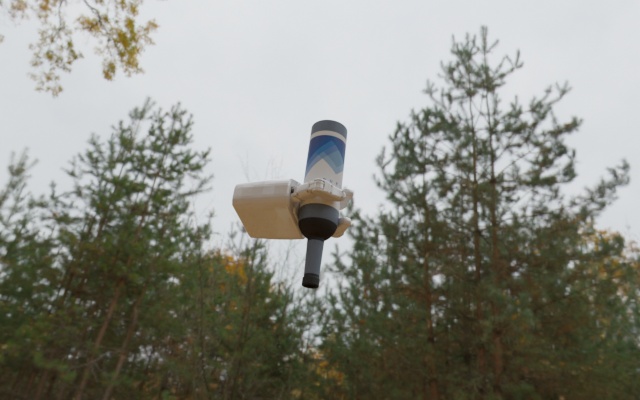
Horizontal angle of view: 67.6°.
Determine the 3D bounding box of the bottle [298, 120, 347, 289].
[{"bbox_3d":[0.000,0.002,0.807,0.069,0.295,0.069,6,-26,3],"label":"bottle"}]
